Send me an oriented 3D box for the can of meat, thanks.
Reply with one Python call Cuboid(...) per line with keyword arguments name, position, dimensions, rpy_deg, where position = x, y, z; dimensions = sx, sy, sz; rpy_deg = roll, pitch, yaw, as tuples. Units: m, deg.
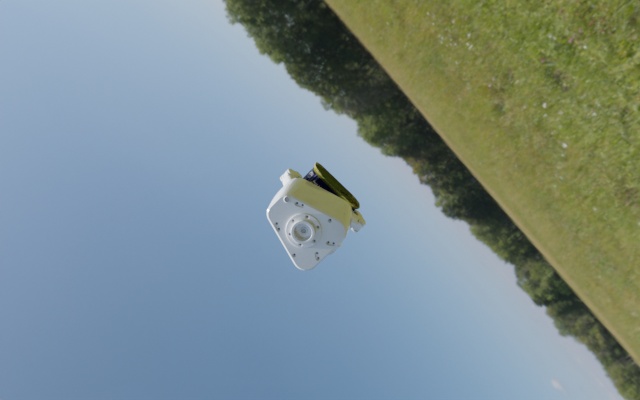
Cuboid(name="can of meat", position=(0.000, 0.003, 0.792), dimensions=(0.102, 0.084, 0.057), rpy_deg=(43, 13, -8))
